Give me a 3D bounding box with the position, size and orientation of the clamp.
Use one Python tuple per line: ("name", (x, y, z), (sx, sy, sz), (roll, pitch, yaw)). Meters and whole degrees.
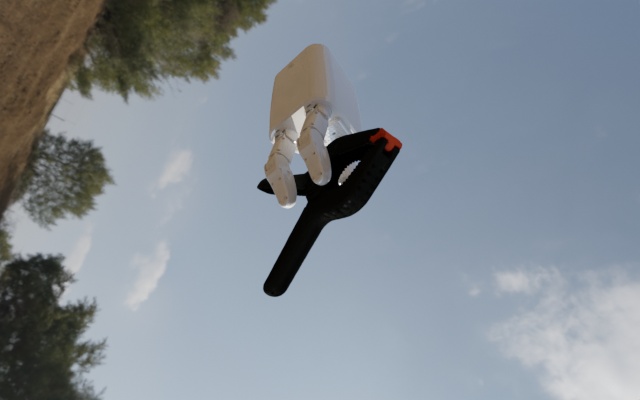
("clamp", (0.001, 0.002, 0.515), (0.036, 0.164, 0.210), (26, -44, -37))
